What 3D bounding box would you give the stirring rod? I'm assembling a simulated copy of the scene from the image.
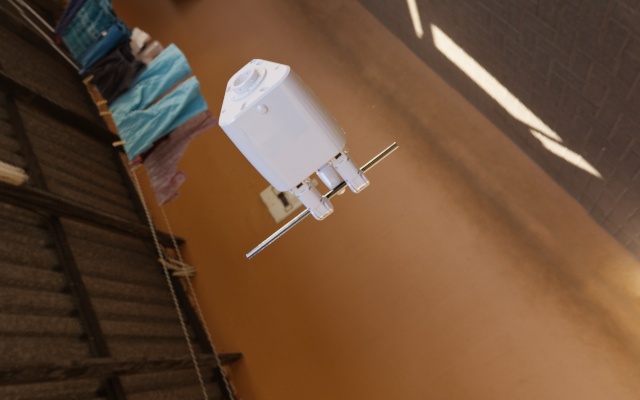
[{"bbox_3d":[0.000,0.002,0.612,0.239,0.011,0.011,-37,-6,7],"label":"stirring rod"}]
